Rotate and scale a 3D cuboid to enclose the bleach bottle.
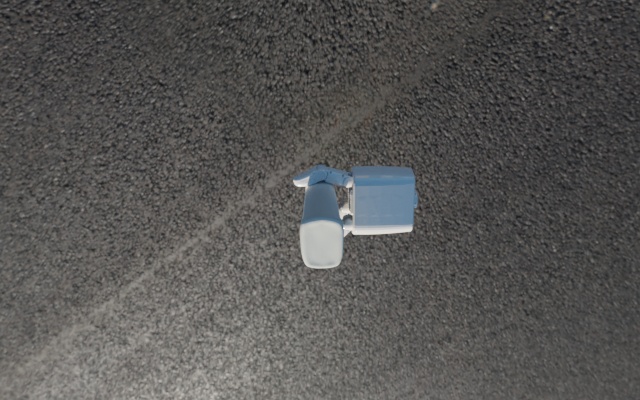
[{"bbox_3d":[0.000,0.003,0.835,0.068,0.103,0.250,-1,32,-1],"label":"bleach bottle"}]
